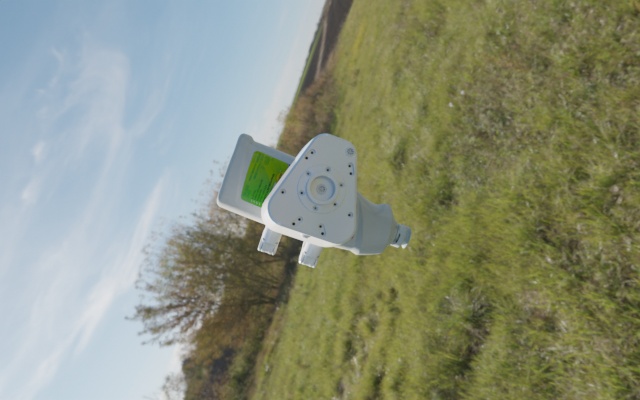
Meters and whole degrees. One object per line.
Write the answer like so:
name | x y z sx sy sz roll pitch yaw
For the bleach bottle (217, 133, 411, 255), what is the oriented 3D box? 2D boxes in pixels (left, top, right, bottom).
bleach bottle | 0.000 0.002 0.624 0.251 0.102 0.068 19 -7 -6
